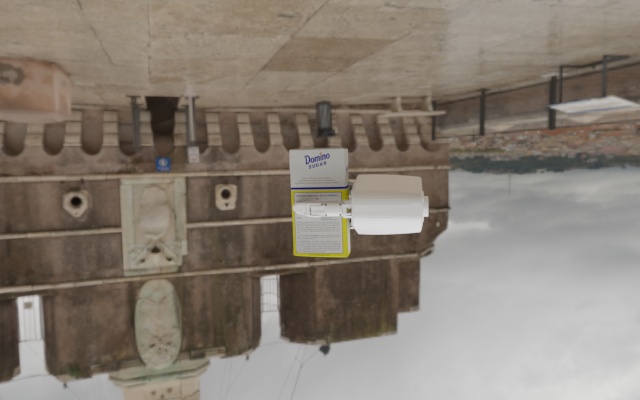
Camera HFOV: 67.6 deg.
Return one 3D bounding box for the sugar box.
[{"bbox_3d":[0.000,0.003,0.782,0.093,0.176,0.048,0,5,10],"label":"sugar box"}]
